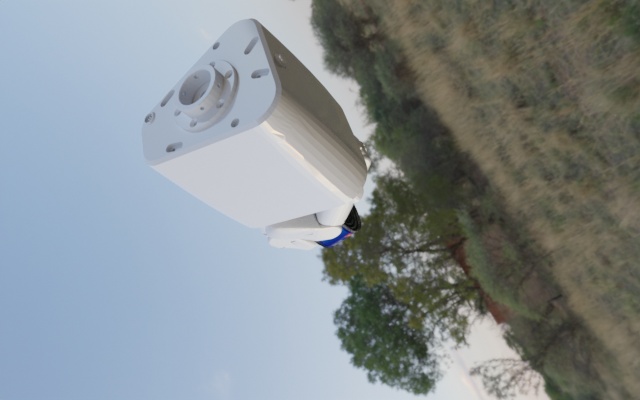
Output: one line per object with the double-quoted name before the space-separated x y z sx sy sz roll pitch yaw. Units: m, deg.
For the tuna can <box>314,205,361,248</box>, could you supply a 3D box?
"tuna can" 0.000 0.002 0.454 0.034 0.086 0.086 -35 -12 17
